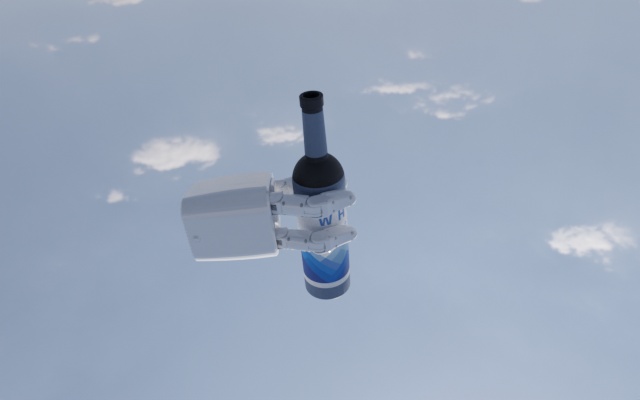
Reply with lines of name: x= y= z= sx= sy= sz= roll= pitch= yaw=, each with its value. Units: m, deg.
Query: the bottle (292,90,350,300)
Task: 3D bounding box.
bottle: x=0.000 y=0.002 z=0.617 sx=0.069 sy=0.296 sz=0.069 roll=-3 pitch=35 yaw=2
